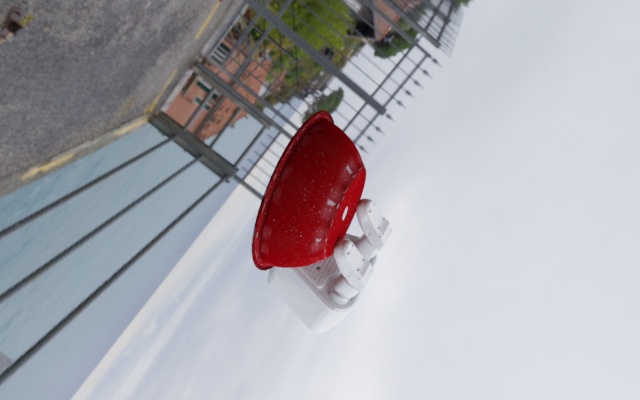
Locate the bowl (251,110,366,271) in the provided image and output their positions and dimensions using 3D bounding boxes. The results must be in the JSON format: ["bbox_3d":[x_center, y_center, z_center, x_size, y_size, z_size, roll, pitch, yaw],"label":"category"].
[{"bbox_3d":[0.000,0.001,0.446,0.055,0.162,0.162,23,6,14],"label":"bowl"}]
